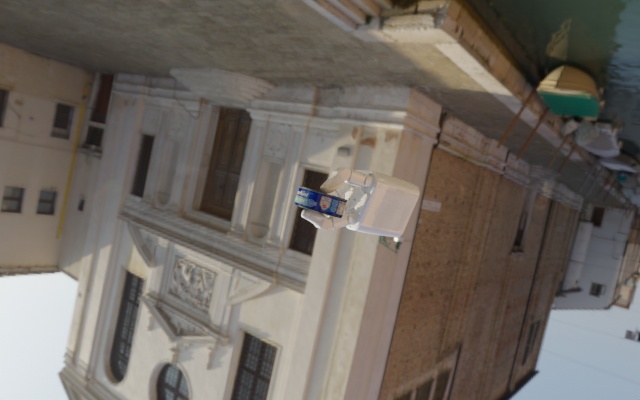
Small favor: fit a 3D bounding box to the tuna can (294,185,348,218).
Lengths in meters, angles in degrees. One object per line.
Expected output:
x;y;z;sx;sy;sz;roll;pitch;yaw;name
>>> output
0.000;0.003;0.801;0.086;0.034;0.086;17;0;0;tuna can
